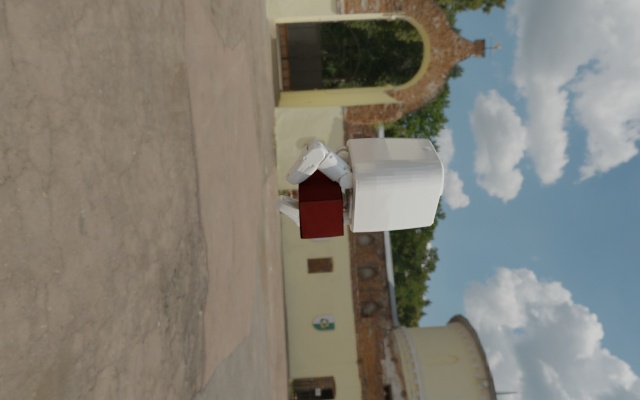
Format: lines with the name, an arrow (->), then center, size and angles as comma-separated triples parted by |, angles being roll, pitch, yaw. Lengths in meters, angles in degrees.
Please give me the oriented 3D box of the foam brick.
foam brick -> 0.000, 0.002, 0.571 | 0.051, 0.053, 0.078 | -2, 32, -1
